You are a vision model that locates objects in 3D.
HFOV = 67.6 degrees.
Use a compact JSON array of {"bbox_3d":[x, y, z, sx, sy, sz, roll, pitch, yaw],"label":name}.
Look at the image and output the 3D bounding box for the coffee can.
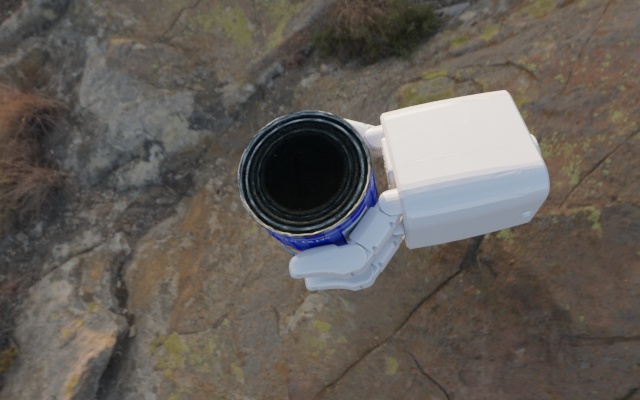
[{"bbox_3d":[0.000,0.001,0.417,0.103,0.102,0.140,0,-20,12],"label":"coffee can"}]
